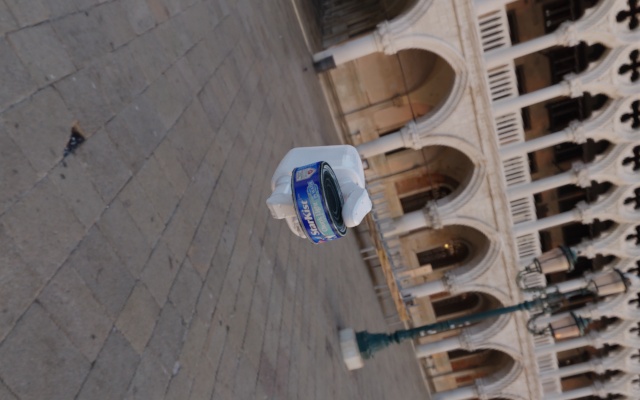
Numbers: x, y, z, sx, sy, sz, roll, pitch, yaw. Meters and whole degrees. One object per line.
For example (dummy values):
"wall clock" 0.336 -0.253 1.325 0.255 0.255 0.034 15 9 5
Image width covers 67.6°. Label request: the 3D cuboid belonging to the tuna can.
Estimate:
"tuna can" 0.001 0.002 0.510 0.034 0.086 0.086 -15 -4 15
